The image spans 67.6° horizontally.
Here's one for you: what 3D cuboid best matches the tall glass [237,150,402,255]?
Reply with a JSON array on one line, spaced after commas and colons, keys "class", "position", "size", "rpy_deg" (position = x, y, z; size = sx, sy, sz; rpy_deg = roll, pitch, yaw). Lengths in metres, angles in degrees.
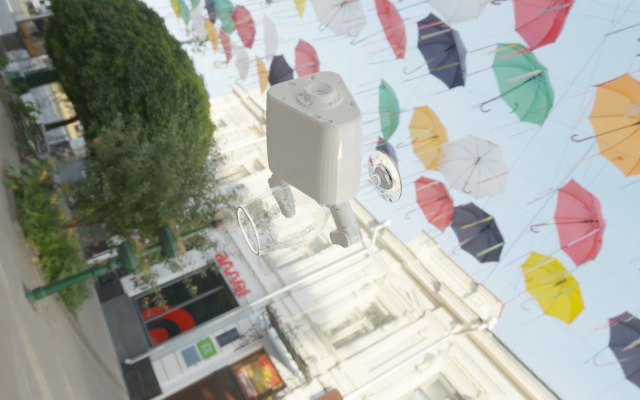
[{"class": "tall glass", "position": [0.001, 0.002, 0.596], "size": [0.201, 0.079, 0.079], "rpy_deg": [-22, 9, -22]}]
